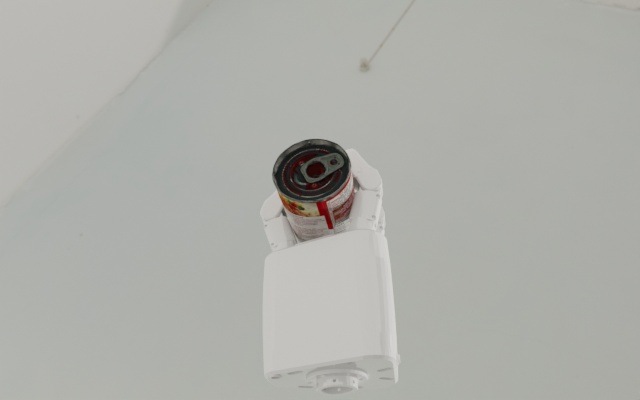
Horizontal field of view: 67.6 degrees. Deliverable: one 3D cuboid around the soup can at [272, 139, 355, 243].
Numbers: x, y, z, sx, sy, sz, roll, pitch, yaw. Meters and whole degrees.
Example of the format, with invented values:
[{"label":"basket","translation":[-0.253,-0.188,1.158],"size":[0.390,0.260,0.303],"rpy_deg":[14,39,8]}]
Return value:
[{"label":"soup can","translation":[0.000,0.001,0.445],"size":[0.068,0.068,0.102],"rpy_deg":[0,-34,11]}]
